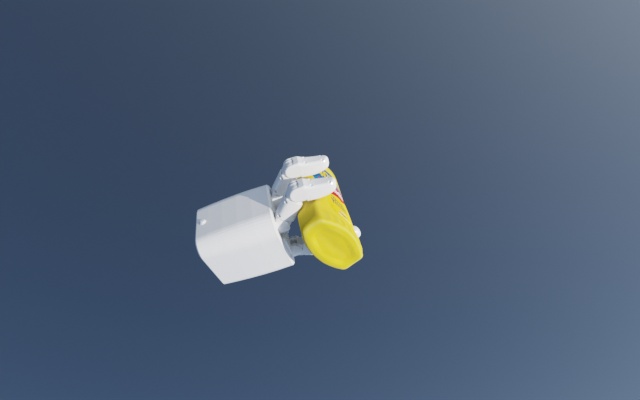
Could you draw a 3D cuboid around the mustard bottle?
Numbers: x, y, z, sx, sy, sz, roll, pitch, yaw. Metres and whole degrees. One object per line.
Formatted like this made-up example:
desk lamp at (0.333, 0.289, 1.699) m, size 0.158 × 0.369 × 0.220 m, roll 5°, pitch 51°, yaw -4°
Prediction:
mustard bottle at (0.000, 0.002, 0.663) m, size 0.096 × 0.058 × 0.191 m, roll 42°, pitch 18°, yaw -33°
